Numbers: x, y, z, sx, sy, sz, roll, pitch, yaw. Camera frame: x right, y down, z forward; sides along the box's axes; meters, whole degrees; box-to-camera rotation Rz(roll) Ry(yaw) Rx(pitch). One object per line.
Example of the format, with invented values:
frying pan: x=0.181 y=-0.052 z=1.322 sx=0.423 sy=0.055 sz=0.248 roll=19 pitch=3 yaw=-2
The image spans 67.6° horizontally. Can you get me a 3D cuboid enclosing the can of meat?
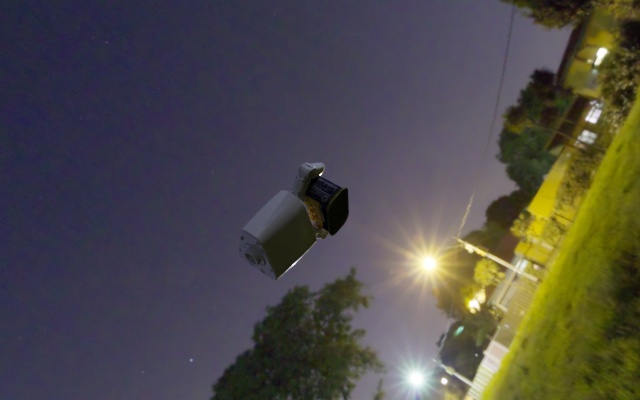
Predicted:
can of meat: x=0.000 y=0.003 z=0.853 sx=0.084 sy=0.057 sz=0.102 roll=29 pitch=-29 yaw=24
